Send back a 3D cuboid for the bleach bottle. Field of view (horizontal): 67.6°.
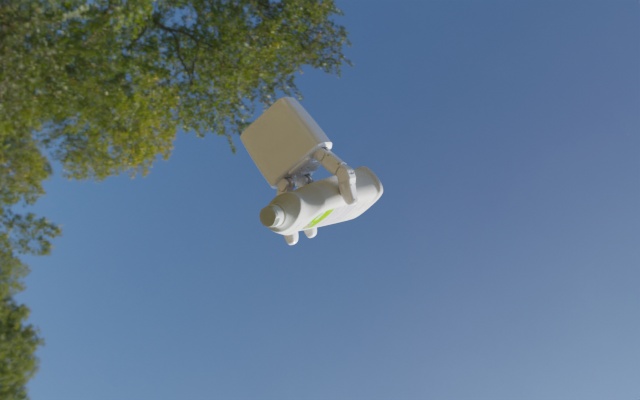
[{"bbox_3d":[0.000,0.003,0.750,0.103,0.068,0.251,-45,-17,29],"label":"bleach bottle"}]
